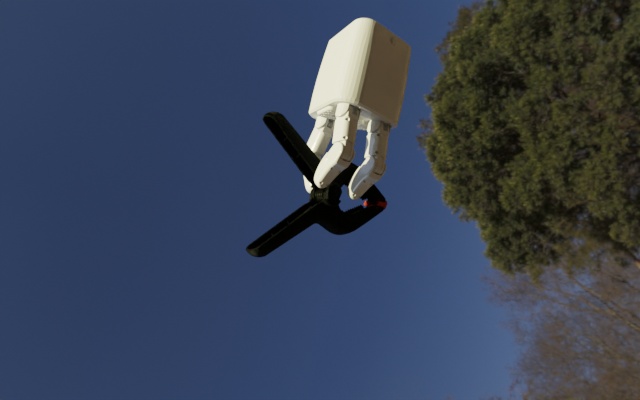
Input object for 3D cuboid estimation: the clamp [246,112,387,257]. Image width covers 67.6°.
[{"bbox_3d":[0.000,0.002,0.591,0.210,0.164,0.036,19,-9,-39],"label":"clamp"}]
